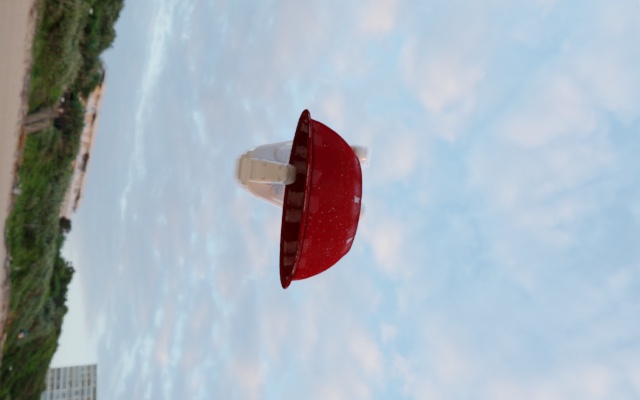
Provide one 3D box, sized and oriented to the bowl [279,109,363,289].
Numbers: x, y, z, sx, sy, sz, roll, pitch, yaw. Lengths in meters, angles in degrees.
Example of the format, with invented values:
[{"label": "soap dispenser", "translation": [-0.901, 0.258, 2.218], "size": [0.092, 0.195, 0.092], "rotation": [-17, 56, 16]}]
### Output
[{"label": "bowl", "translation": [0.001, 0.002, 0.433], "size": [0.055, 0.162, 0.162], "rotation": [7, -1, -9]}]
